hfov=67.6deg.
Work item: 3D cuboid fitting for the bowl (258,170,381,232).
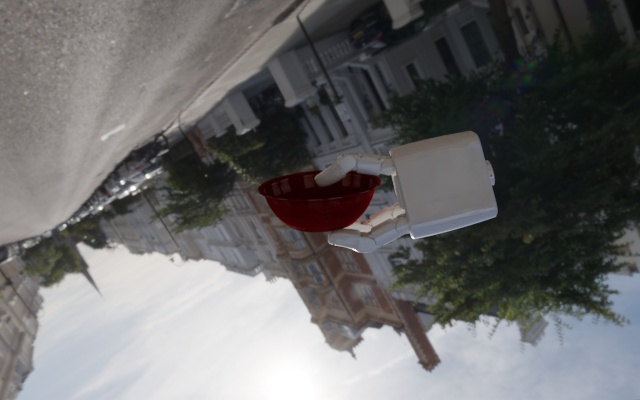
[{"bbox_3d":[-0.001,0.002,0.634,0.162,0.055,0.162,-3,15,1],"label":"bowl"}]
